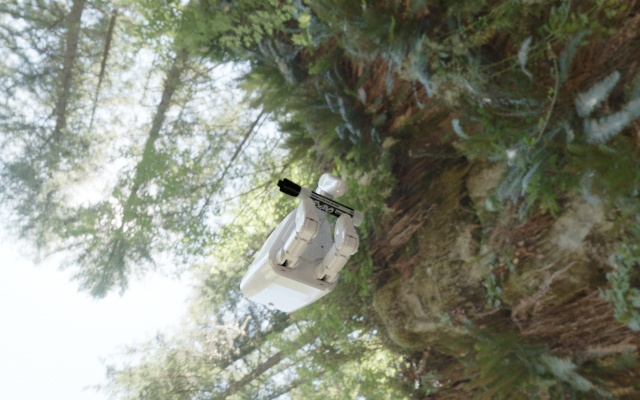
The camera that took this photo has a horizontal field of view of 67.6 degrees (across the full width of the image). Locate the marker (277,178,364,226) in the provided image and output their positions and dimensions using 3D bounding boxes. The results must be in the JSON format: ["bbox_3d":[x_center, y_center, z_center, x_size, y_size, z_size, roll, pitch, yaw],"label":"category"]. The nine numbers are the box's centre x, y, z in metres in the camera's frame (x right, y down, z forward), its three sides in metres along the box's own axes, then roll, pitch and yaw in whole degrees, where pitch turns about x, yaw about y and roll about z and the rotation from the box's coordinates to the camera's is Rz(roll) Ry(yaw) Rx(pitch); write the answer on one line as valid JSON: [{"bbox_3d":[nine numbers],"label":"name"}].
[{"bbox_3d":[0.000,0.002,0.605,0.121,0.020,0.020,24,-9,-19],"label":"marker"}]
